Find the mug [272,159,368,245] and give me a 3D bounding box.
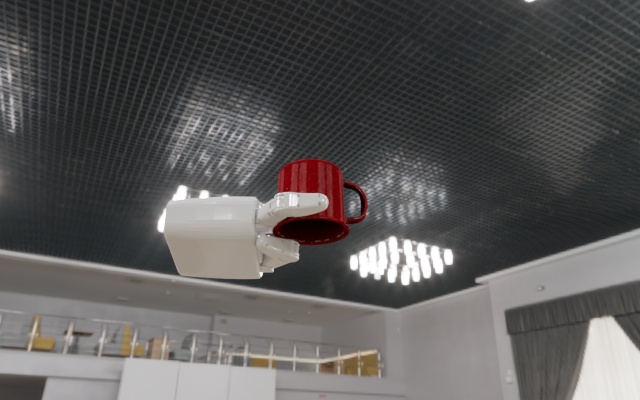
[{"bbox_3d":[0.002,0.002,0.589,0.117,0.081,0.093,0,-25,-2],"label":"mug"}]
